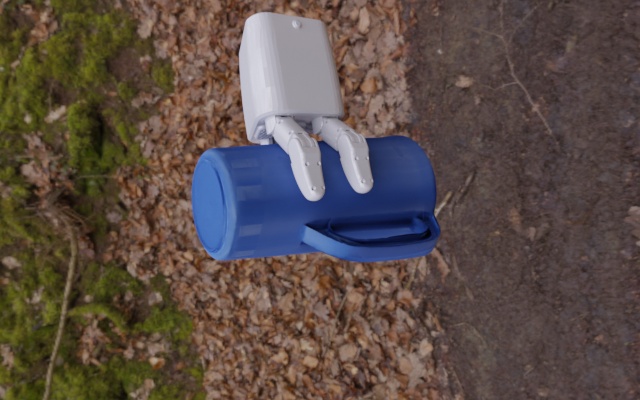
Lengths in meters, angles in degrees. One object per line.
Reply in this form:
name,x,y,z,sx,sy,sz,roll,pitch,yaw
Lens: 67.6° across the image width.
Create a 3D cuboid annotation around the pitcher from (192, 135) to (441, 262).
pitcher,0.000,0.001,0.506,0.243,0.145,0.149,-5,-7,-32
